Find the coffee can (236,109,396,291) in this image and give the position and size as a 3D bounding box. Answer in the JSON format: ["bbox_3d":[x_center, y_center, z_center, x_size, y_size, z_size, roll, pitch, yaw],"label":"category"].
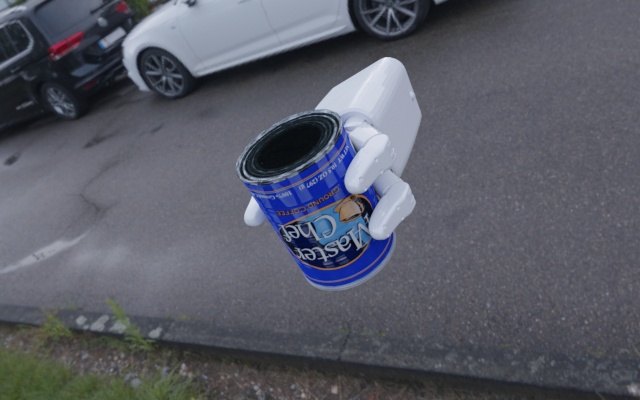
[{"bbox_3d":[0.000,0.002,0.450,0.103,0.140,0.102,-20,35,14],"label":"coffee can"}]
